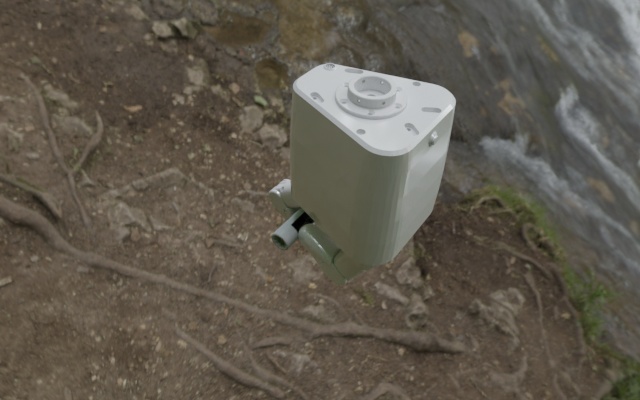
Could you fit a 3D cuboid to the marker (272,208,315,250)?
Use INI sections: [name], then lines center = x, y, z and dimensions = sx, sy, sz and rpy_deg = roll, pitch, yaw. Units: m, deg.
[marker]
center = 0.000, 0.001, 0.442
dimensions = 0.020, 0.020, 0.121
rpy_deg = 0, 35, 46
